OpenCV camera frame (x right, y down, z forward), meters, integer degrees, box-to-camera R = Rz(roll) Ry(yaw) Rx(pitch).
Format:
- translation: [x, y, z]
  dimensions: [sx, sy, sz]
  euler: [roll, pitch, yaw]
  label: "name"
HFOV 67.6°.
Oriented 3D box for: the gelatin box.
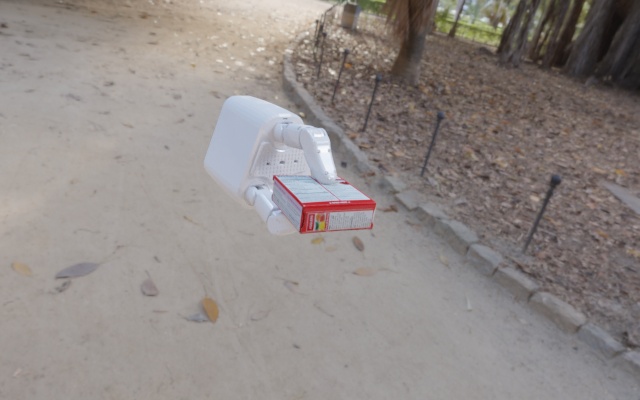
- translation: [0.000, 0.001, 0.460]
  dimensions: [0.073, 0.030, 0.089]
  euler: [-2, 21, -24]
  label: "gelatin box"
